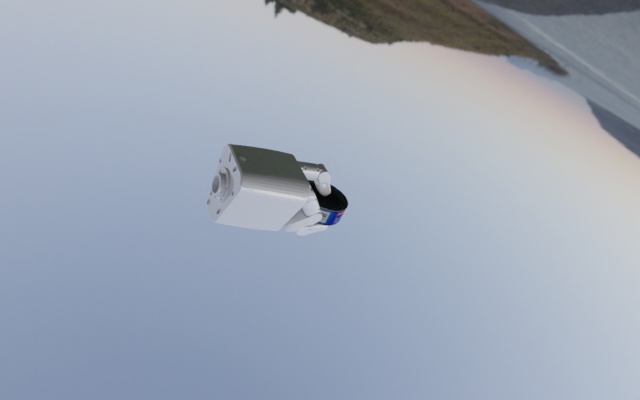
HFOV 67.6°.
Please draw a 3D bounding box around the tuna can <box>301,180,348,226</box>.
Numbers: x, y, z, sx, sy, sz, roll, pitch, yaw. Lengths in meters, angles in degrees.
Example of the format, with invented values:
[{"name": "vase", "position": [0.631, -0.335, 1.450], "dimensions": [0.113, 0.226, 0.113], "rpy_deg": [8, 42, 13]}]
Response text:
[{"name": "tuna can", "position": [0.000, 0.003, 0.786], "dimensions": [0.086, 0.034, 0.086], "rpy_deg": [20, 29, -12]}]
